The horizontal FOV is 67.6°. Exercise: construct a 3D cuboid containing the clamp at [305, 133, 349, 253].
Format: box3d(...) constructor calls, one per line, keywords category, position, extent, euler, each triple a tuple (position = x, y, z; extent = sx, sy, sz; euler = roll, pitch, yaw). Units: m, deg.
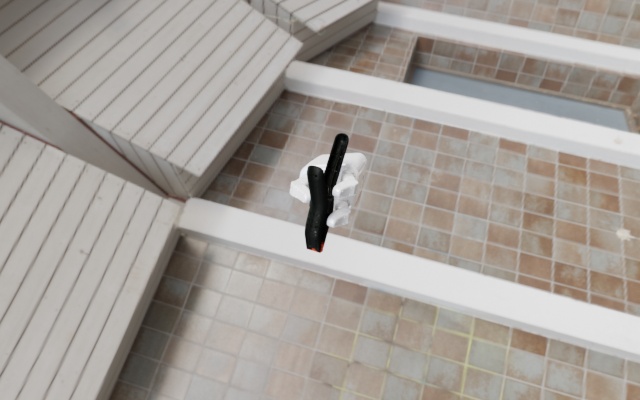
box3d(category="clamp", position=(-0.001, 0.003, 0.804), extent=(0.036, 0.210, 0.164), euler=(16, 24, 13))
